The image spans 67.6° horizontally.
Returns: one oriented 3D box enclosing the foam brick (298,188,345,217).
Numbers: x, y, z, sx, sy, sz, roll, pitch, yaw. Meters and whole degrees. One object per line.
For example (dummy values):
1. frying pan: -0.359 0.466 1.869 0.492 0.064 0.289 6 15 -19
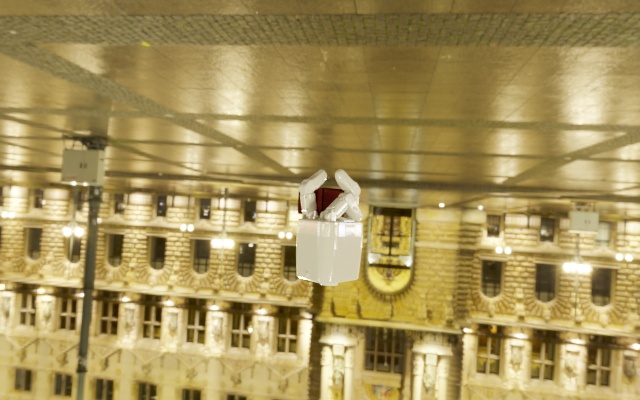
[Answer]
1. foam brick: 0.000 0.003 0.885 0.053 0.051 0.078 3 0 -36
